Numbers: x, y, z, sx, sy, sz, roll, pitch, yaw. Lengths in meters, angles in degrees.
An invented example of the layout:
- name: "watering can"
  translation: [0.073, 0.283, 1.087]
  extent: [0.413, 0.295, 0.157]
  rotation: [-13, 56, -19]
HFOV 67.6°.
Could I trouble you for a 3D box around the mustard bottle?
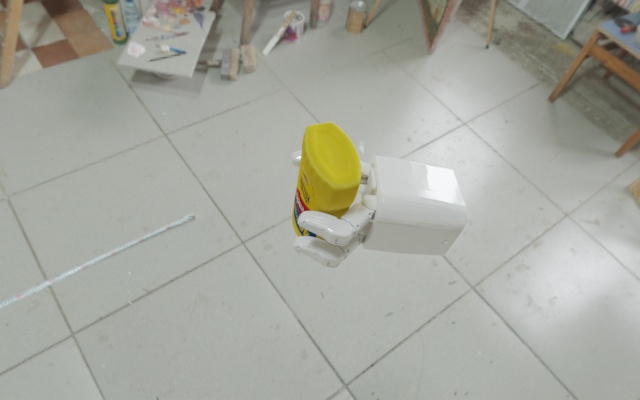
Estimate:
- name: "mustard bottle"
  translation: [0.000, 0.002, 0.586]
  extent: [0.058, 0.096, 0.192]
  rotation: [-13, -32, -18]
